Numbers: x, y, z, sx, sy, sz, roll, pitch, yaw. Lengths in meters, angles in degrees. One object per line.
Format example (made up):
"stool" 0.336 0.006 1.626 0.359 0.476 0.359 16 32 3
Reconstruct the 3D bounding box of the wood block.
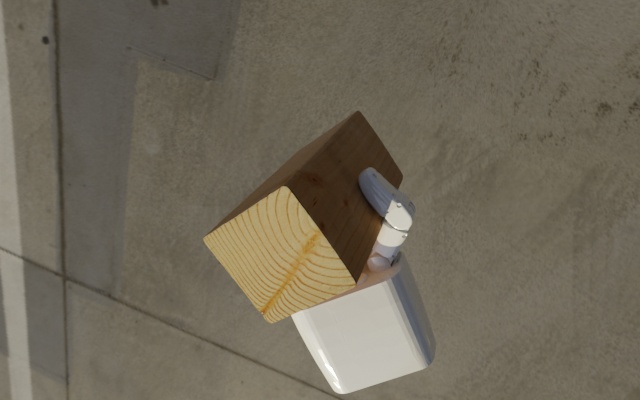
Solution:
"wood block" 0.000 0.002 0.435 0.091 0.090 0.206 -30 12 28
